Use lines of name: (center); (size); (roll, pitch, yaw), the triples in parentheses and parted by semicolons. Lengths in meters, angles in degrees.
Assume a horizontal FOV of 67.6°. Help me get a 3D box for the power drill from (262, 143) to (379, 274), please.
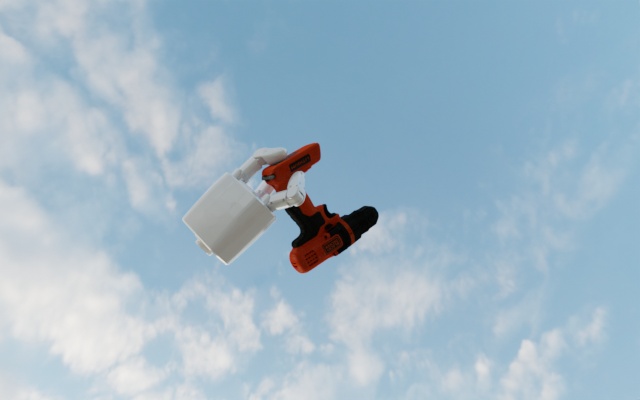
power drill: (0.000, 0.002, 0.797); (0.184, 0.188, 0.057); (-32, 13, -27)
